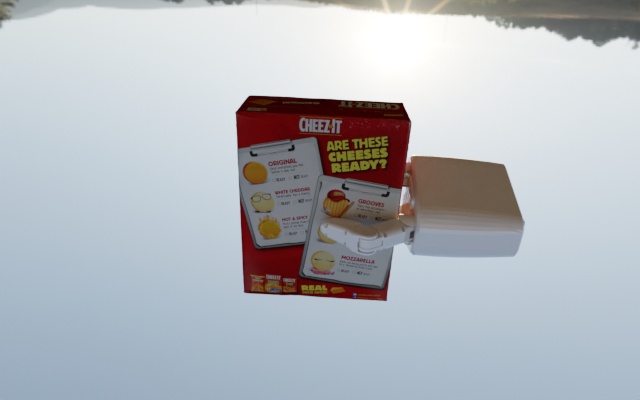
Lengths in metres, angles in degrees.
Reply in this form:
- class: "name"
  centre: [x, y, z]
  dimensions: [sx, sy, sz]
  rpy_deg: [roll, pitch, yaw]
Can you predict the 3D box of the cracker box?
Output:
- class: "cracker box"
  centre: [0.000, 0.002, 0.511]
  dimensions: [0.164, 0.214, 0.072]
  rpy_deg: [3, 28, 1]
